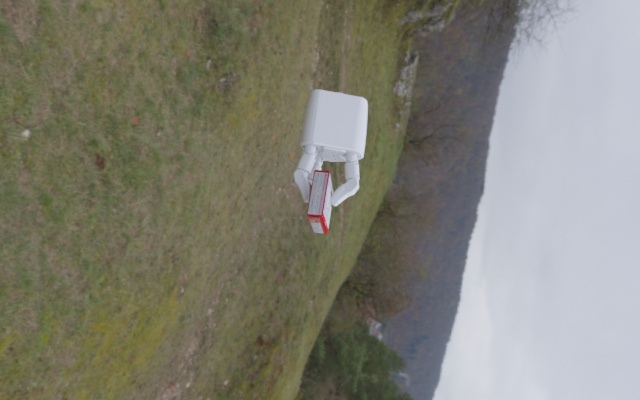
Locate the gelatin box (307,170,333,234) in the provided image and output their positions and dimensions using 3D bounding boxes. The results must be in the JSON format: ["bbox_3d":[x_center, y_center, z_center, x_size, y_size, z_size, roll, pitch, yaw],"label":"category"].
[{"bbox_3d":[0.001,0.003,0.823,0.030,0.089,0.073,4,-26,10],"label":"gelatin box"}]
